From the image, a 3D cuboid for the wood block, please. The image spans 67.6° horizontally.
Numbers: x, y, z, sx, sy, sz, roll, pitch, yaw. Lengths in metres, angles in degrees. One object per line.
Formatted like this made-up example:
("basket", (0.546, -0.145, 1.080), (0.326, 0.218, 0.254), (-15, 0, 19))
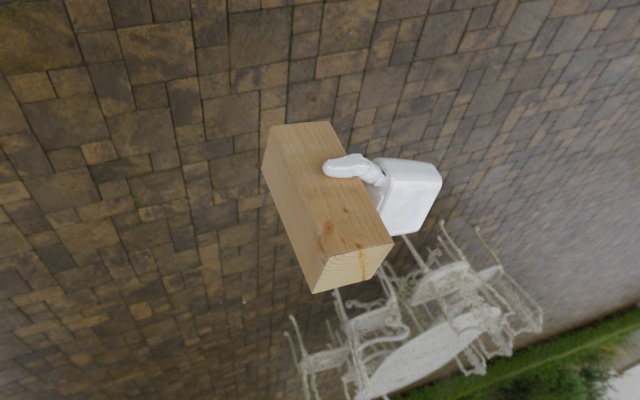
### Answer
("wood block", (0.001, 0.002, 0.625), (0.090, 0.206, 0.091), (-9, -34, -25))
